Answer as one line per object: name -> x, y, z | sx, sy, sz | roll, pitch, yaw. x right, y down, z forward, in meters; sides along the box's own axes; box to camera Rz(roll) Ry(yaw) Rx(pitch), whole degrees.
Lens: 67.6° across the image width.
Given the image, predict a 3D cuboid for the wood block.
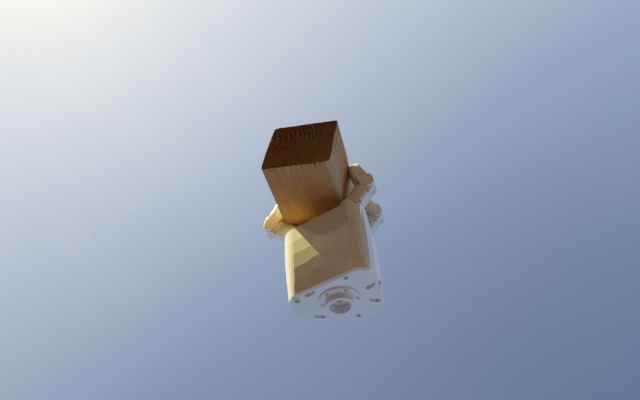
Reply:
wood block -> 0.000, 0.003, 0.667 | 0.091, 0.206, 0.090 | -5, 42, 15
